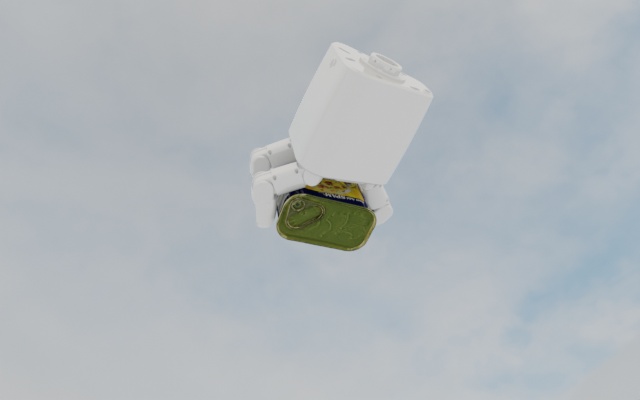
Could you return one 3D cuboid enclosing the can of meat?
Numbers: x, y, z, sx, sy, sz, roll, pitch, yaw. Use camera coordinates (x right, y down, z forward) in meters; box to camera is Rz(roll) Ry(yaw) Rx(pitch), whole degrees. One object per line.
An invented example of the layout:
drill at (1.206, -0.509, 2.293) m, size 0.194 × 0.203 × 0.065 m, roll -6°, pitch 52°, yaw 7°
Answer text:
can of meat at (0.000, 0.002, 0.520) m, size 0.102 × 0.057 × 0.084 m, roll 12°, pitch 31°, yaw -19°
